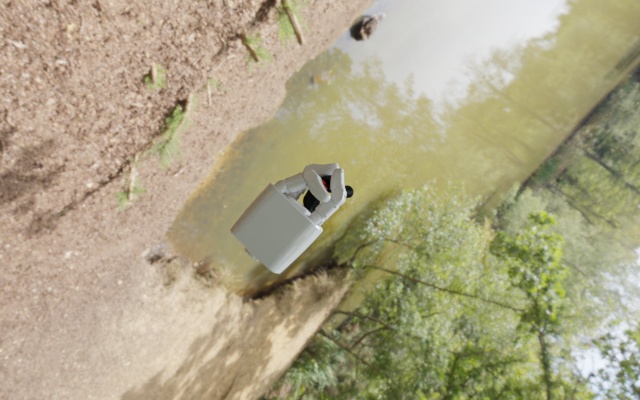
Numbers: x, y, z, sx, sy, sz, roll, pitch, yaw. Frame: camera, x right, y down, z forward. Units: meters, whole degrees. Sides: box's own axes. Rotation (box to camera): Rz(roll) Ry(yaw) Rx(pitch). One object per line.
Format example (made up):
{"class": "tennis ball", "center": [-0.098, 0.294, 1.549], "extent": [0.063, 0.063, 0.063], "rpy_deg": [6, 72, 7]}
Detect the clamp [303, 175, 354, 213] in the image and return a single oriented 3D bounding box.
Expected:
{"class": "clamp", "center": [0.001, 0.003, 0.861], "extent": [0.039, 0.120, 0.171], "rpy_deg": [44, 2, 18]}
